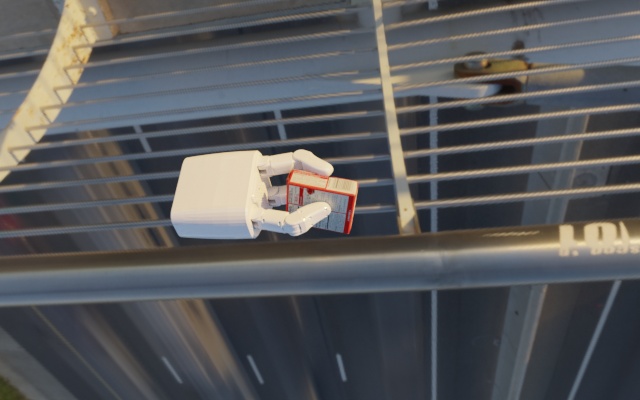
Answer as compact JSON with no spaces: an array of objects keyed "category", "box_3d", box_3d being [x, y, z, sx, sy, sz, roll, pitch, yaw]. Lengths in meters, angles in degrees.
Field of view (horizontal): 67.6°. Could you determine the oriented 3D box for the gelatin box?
[{"category":"gelatin box","box_3d":[0.000,0.002,0.618,0.089,0.073,0.030,11,44,5]}]
